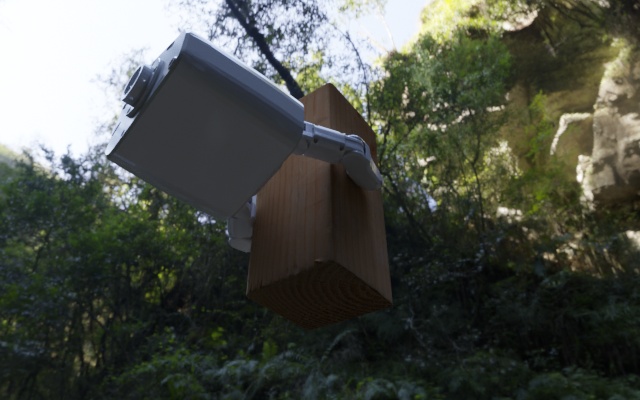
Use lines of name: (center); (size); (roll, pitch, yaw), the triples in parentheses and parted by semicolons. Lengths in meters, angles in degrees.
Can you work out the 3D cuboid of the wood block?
wood block: (0.000, 0.001, 0.449); (0.091, 0.206, 0.090); (-24, -44, 27)
